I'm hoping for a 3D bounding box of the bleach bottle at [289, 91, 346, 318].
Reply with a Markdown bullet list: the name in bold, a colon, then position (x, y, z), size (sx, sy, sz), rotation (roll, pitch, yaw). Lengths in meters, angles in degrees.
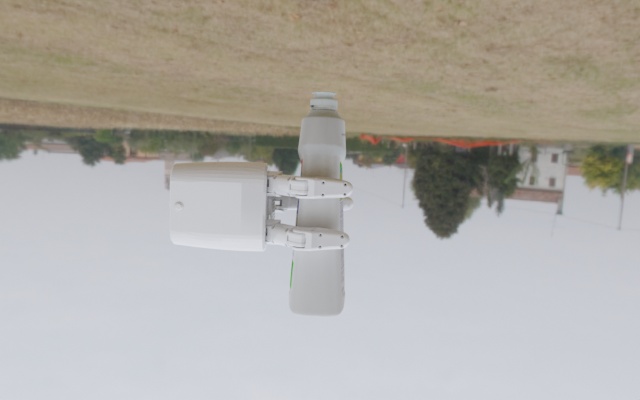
- **bleach bottle**: position (0.000, 0.002, 0.563), size (0.068, 0.251, 0.102), rotation (2, 6, 1)
